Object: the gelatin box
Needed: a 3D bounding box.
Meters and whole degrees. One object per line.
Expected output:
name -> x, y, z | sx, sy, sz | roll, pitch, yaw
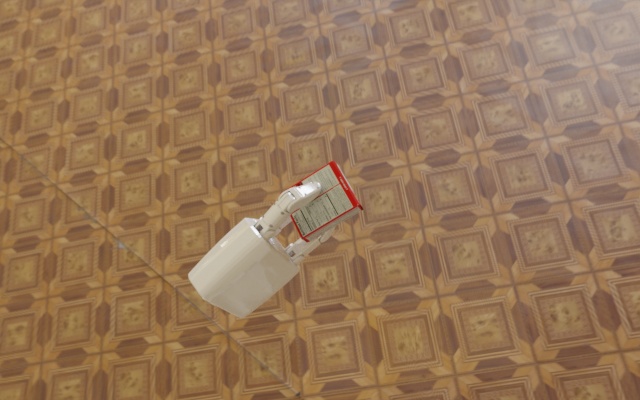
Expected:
gelatin box -> 0.000, 0.002, 0.631 | 0.089, 0.073, 0.030 | -32, -22, 8
